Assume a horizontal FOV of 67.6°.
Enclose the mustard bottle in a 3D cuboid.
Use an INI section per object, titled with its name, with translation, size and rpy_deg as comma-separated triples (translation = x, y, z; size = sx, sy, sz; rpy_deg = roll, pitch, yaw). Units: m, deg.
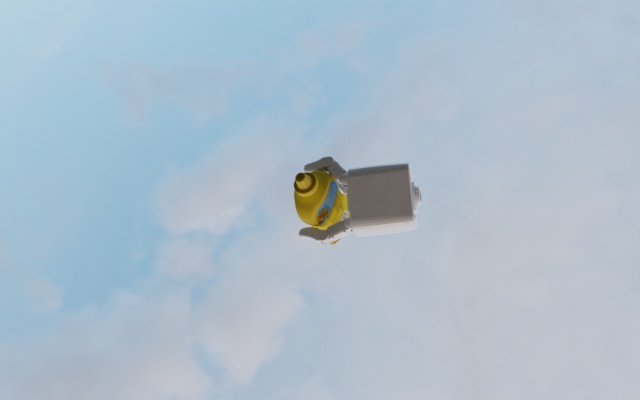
[mustard bottle]
translation = 0.000, 0.003, 0.844
size = 0.058, 0.096, 0.192
rpy_deg = 17, -18, 27
